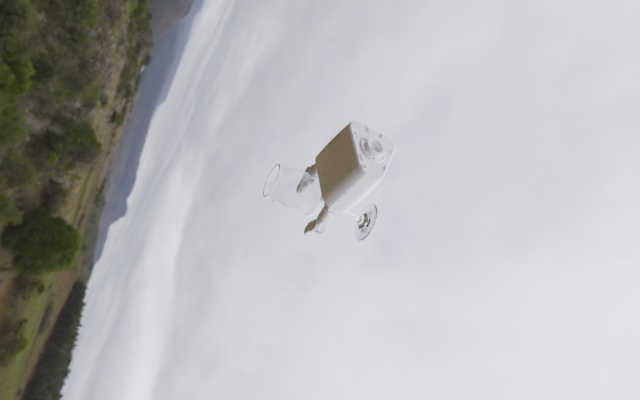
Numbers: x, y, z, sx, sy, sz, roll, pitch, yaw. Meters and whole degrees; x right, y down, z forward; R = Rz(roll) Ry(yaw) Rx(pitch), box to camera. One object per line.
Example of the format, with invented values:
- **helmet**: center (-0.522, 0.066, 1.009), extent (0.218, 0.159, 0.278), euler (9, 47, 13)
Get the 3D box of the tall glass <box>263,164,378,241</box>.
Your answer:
- **tall glass**: center (0.001, 0.003, 0.858), extent (0.201, 0.079, 0.079), euler (24, -9, -21)
